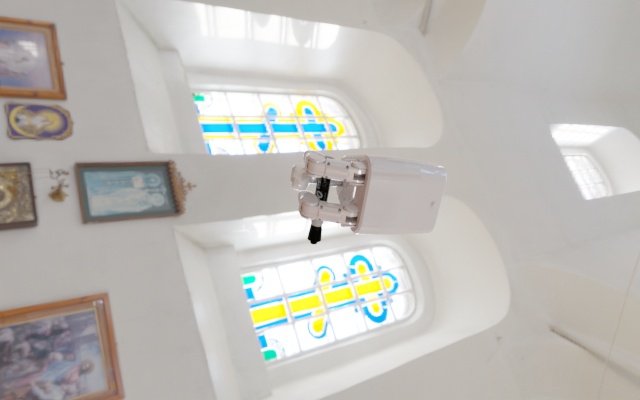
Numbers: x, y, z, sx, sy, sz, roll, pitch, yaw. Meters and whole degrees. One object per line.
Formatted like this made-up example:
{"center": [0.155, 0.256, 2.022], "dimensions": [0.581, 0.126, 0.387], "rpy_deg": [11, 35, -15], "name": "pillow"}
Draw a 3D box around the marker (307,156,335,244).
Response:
{"center": [0.000, 0.002, 0.621], "dimensions": [0.020, 0.121, 0.020], "rpy_deg": [8, 21, -3], "name": "marker"}
